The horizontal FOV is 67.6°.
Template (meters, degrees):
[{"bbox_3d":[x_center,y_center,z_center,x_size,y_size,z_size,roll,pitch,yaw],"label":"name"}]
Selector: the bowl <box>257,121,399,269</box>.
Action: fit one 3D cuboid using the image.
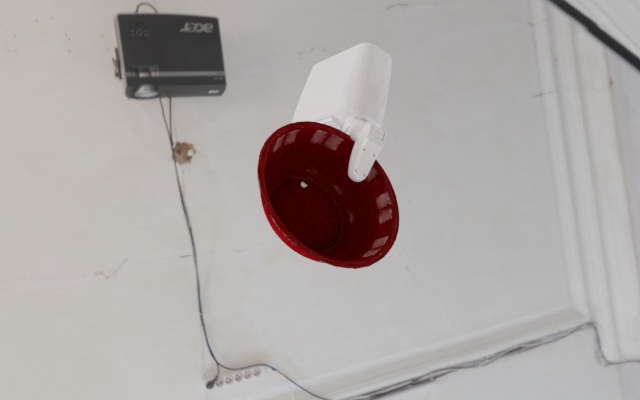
[{"bbox_3d":[-0.001,0.003,0.481,0.162,0.162,0.055,0,-27,-36],"label":"bowl"}]
